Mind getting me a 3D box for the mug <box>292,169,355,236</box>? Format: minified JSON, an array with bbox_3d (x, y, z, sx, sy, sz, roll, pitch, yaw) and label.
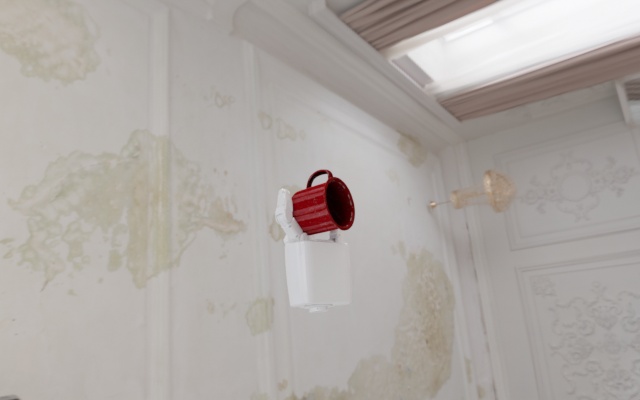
[{"bbox_3d":[0.000,0.001,0.826,0.081,0.117,0.093,-16,-20,33],"label":"mug"}]
